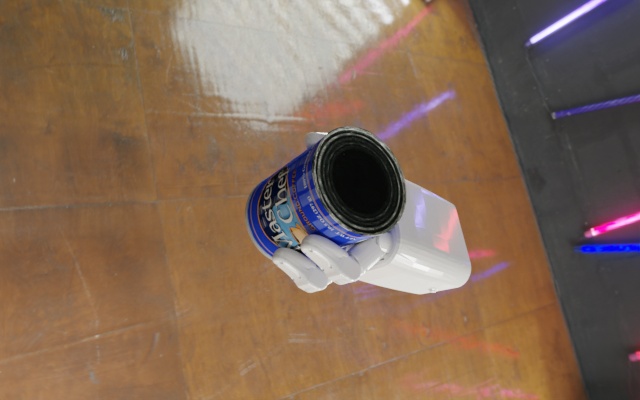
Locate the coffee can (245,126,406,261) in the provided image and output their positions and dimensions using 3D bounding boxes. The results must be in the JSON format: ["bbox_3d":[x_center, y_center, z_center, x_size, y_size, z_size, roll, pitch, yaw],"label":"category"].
[{"bbox_3d":[0.000,0.001,0.475,0.103,0.102,0.140,0,-17,-34],"label":"coffee can"}]
